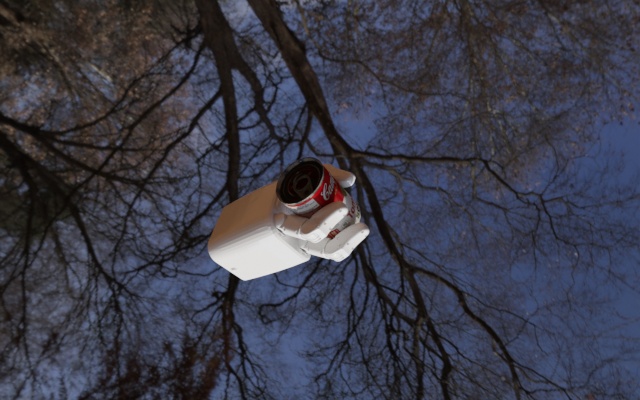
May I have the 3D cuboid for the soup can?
[{"bbox_3d":[0.001,0.002,0.605,0.068,0.068,0.102,0,-31,37],"label":"soup can"}]
